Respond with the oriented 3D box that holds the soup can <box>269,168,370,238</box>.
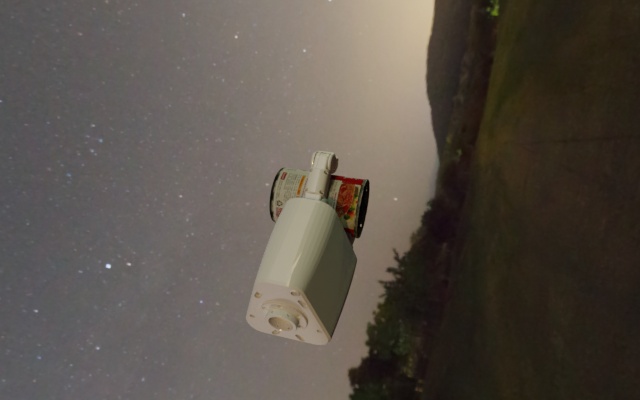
[{"bbox_3d":[0.000,0.001,0.550,0.102,0.068,0.068,9,2,13],"label":"soup can"}]
